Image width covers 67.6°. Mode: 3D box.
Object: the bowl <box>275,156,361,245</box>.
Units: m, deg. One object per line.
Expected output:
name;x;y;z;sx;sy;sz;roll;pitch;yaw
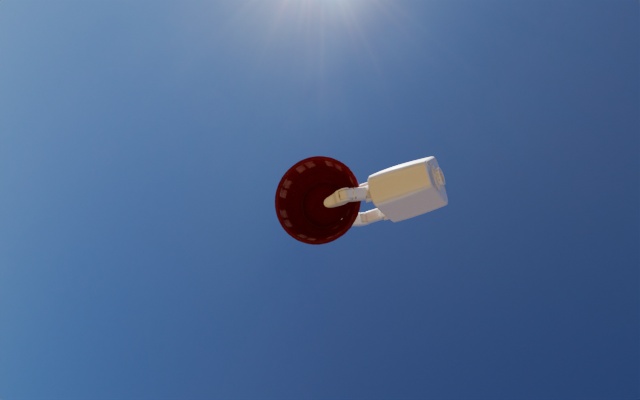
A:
bowl;-0.001;0.003;0.879;0.162;0.162;0.055;0;-10;16
